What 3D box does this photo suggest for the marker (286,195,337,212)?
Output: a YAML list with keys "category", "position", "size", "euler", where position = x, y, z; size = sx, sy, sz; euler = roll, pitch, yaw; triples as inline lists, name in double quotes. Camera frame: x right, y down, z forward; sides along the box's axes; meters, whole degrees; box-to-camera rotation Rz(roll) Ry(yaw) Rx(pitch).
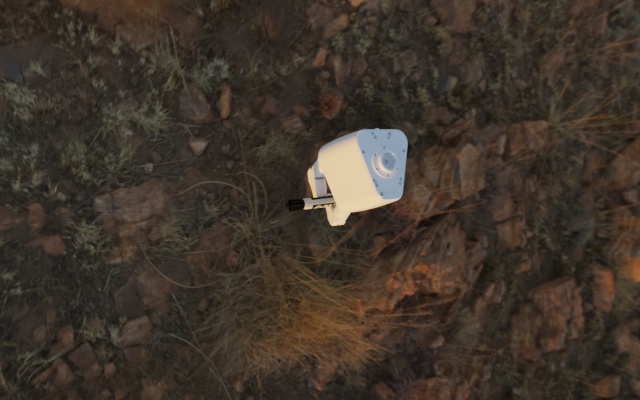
- category: "marker"
  position: [0.000, 0.003, 0.771]
  size: [0.121, 0.020, 0.020]
  euler: [-6, 3, -29]
